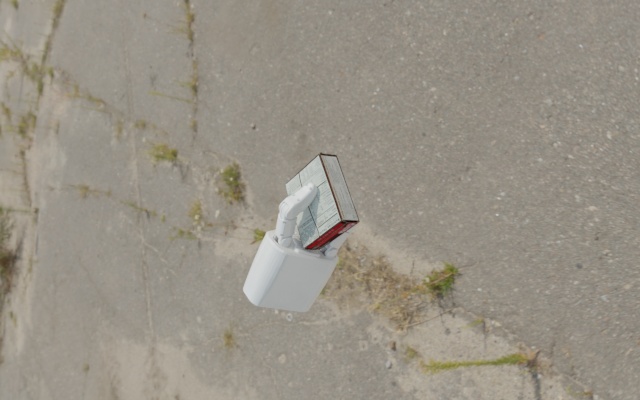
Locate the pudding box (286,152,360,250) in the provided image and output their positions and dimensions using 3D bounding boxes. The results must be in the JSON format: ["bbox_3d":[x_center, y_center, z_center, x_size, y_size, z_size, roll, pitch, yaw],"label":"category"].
[{"bbox_3d":[0.000,0.002,0.684,0.039,0.113,0.090,4,-31,-43],"label":"pudding box"}]
